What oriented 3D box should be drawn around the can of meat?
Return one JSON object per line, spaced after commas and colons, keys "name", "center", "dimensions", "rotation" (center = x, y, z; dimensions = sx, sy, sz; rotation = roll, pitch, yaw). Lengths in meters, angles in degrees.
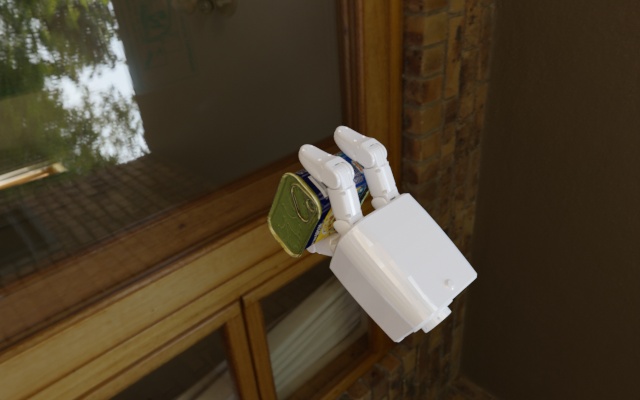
{"name": "can of meat", "center": [0.000, 0.002, 0.504], "dimensions": [0.084, 0.057, 0.102], "rotation": [-28, -23, -35]}
